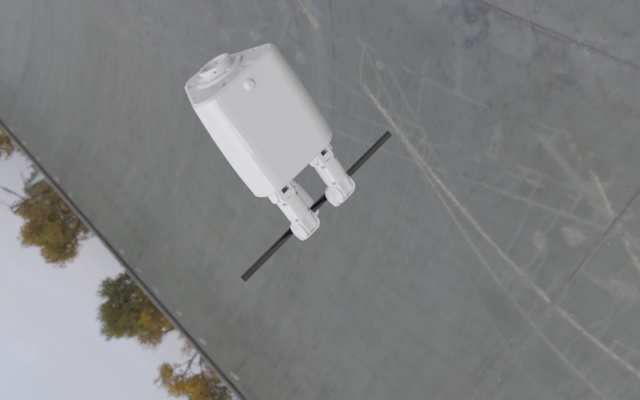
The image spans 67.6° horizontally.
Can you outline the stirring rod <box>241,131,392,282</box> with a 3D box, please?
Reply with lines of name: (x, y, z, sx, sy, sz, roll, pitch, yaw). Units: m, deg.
stirring rod: (0.000, 0.002, 0.537, 0.239, 0.011, 0.011, -45, 15, -16)
